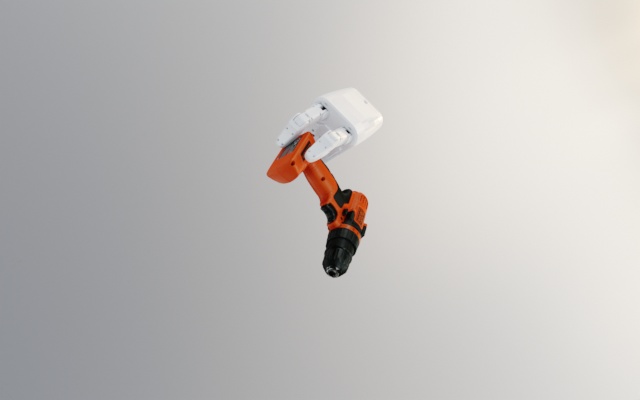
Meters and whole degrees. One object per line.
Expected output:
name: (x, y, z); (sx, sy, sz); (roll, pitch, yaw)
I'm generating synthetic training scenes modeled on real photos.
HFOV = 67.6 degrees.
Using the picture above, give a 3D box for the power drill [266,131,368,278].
power drill: (0.000, 0.002, 0.732); (0.057, 0.188, 0.184); (-24, 26, 30)
